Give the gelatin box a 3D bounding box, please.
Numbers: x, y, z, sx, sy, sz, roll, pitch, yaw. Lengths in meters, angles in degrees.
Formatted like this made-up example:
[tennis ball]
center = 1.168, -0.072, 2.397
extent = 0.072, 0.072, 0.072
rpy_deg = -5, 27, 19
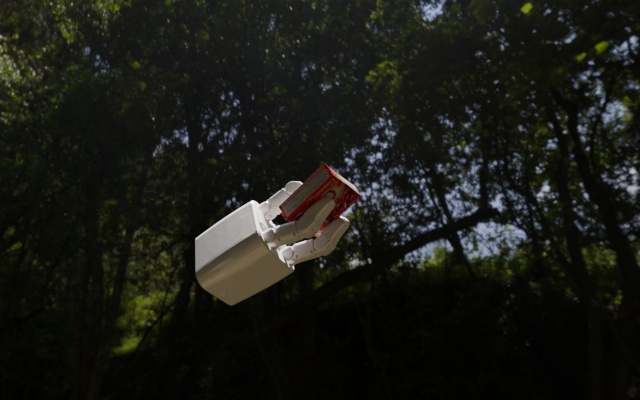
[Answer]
[gelatin box]
center = 0.000, 0.002, 0.649
extent = 0.073, 0.089, 0.030
rpy_deg = 33, 18, -46
